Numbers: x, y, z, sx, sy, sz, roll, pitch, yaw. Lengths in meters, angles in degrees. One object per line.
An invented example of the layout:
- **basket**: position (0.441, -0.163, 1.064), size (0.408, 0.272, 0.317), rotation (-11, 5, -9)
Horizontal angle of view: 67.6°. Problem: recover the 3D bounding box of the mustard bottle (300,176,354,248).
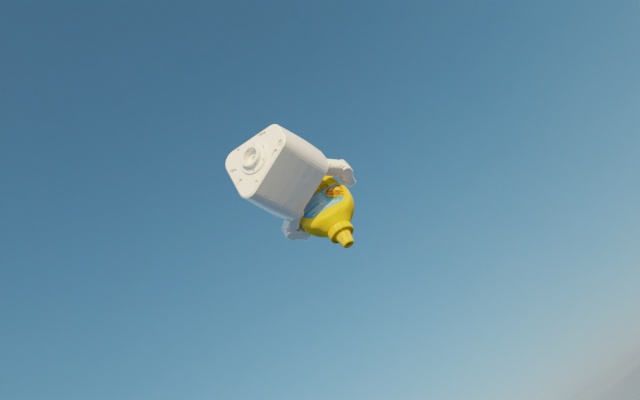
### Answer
- **mustard bottle**: position (0.000, 0.003, 0.785), size (0.096, 0.191, 0.058), rotation (-30, -36, -5)
